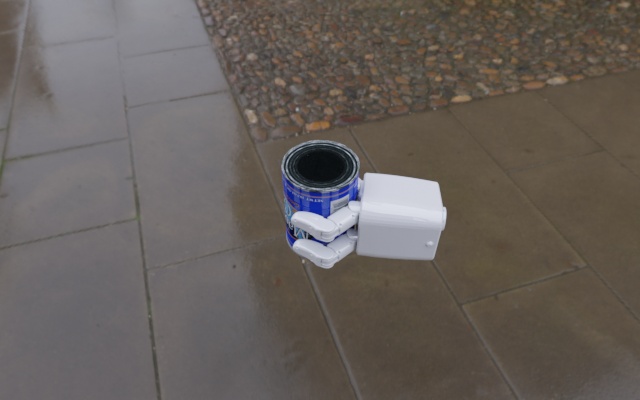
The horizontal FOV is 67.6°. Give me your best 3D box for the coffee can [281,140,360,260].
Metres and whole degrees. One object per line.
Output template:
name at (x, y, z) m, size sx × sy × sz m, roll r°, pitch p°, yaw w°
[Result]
coffee can at (0.000, 0.002, 0.668) m, size 0.103 × 0.102 × 0.140 m, roll 0°, pitch -45°, yaw 0°
